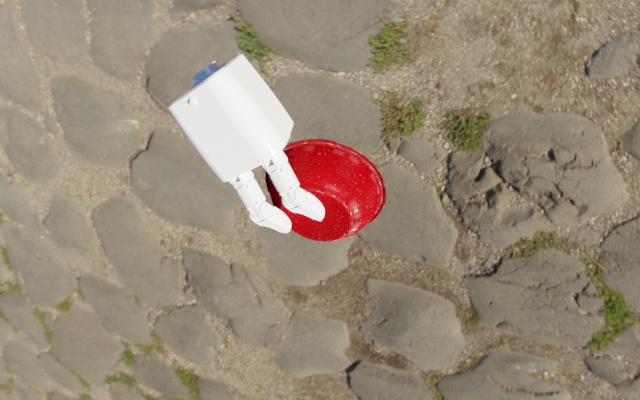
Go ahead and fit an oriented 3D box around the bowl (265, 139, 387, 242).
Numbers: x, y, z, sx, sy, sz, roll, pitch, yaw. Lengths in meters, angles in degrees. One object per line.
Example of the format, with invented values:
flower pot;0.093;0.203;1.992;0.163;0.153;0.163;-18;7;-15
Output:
bowl;0.001;0.003;0.608;0.162;0.162;0.055;0;44;17
